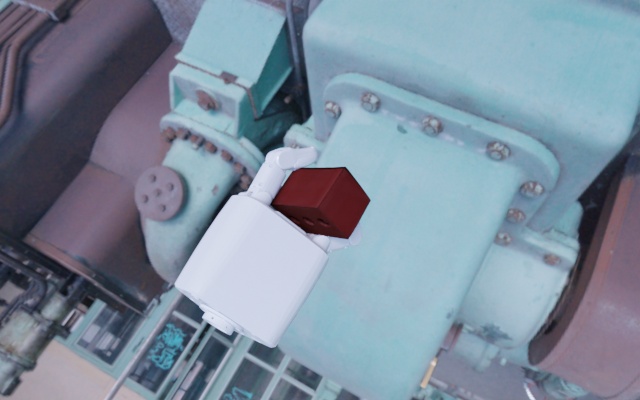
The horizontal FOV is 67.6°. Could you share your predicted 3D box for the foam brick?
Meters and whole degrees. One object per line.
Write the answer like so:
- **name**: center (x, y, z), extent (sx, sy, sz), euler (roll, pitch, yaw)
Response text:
- **foam brick**: center (0.000, 0.001, 0.482), extent (0.078, 0.051, 0.053), euler (3, -37, 48)
